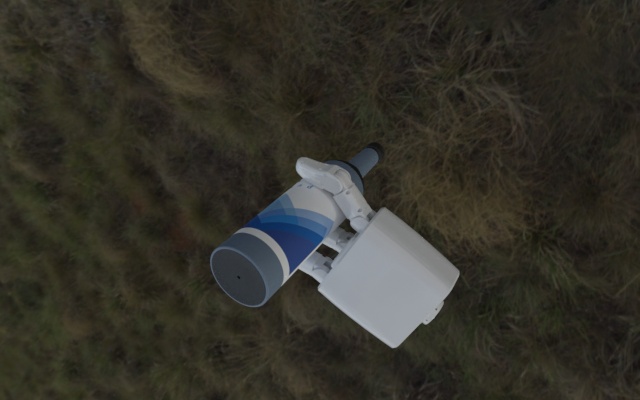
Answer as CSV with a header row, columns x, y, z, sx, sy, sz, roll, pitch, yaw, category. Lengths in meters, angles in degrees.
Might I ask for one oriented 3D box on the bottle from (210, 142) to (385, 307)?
x,y,z,sx,sy,sz,roll,pitch,yaw,category
0.000,0.002,0.537,0.069,0.069,0.295,0,28,35,bottle
